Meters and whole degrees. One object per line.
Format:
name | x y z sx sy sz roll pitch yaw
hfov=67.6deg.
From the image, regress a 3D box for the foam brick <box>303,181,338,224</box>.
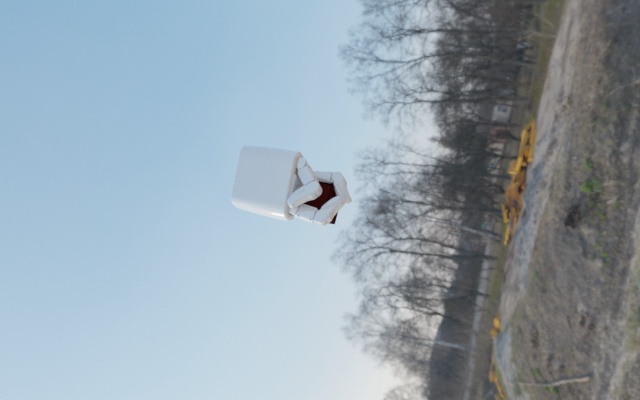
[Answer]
foam brick | 0.000 0.003 0.842 0.051 0.053 0.078 11 -17 18
